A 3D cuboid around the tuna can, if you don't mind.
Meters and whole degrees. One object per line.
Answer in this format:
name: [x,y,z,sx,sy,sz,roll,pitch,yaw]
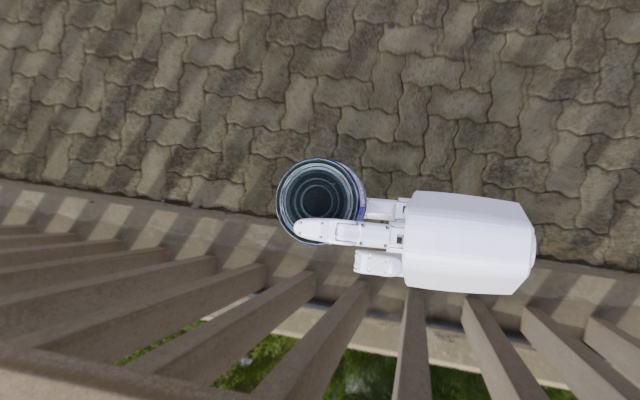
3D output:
tuna can: [0.000,0.002,0.467,0.086,0.086,0.034,0,-1,17]
